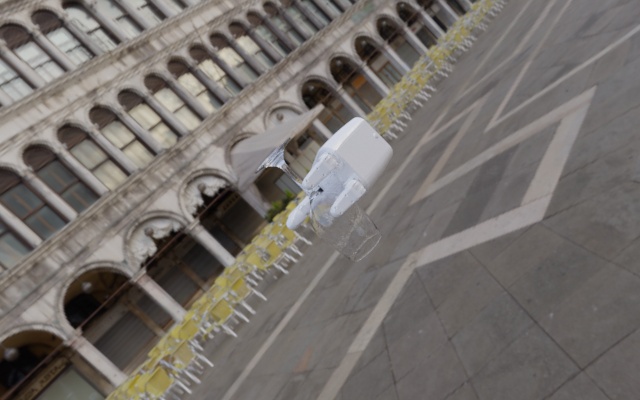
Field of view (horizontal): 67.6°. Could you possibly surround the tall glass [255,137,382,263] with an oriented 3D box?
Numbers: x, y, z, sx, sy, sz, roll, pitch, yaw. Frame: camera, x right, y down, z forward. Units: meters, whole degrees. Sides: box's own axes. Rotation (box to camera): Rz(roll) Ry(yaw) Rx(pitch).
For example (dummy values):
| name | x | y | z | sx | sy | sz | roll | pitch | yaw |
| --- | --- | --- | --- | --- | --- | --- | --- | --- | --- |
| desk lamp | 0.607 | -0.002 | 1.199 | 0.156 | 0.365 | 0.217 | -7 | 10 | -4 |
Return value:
| name | x | y | z | sx | sy | sz | roll | pitch | yaw |
| --- | --- | --- | --- | --- | --- | --- | --- | --- | --- |
| tall glass | 0.000 | 0.002 | 0.713 | 0.201 | 0.079 | 0.079 | 45 | -5 | -5 |
